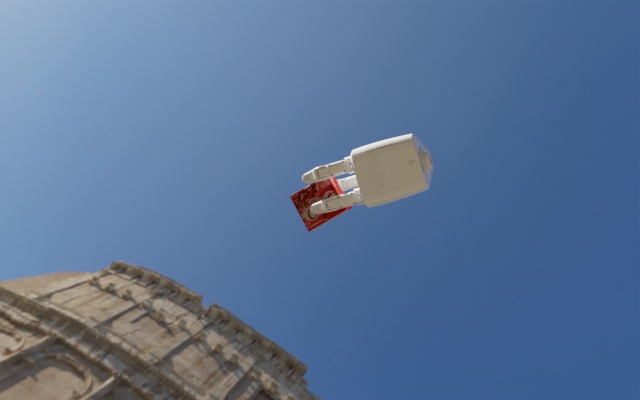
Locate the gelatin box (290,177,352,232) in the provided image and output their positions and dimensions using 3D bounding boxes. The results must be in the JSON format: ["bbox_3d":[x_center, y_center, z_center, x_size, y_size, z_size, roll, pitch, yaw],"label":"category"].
[{"bbox_3d":[0.000,0.003,0.843,0.089,0.073,0.030,-31,-5,27],"label":"gelatin box"}]
